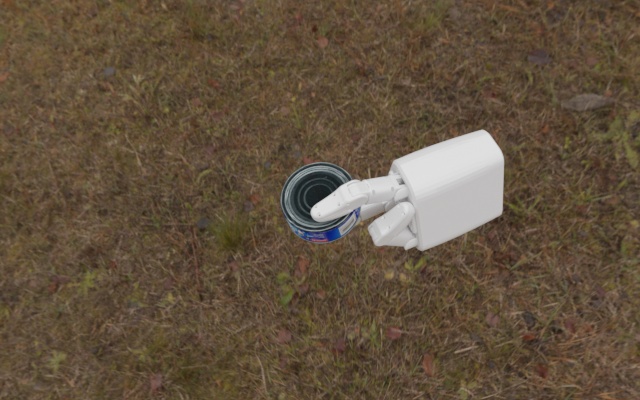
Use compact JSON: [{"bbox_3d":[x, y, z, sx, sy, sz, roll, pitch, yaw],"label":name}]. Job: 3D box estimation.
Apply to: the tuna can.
[{"bbox_3d":[0.000,0.001,0.524,0.086,0.086,0.034,0,-25,11],"label":"tuna can"}]
